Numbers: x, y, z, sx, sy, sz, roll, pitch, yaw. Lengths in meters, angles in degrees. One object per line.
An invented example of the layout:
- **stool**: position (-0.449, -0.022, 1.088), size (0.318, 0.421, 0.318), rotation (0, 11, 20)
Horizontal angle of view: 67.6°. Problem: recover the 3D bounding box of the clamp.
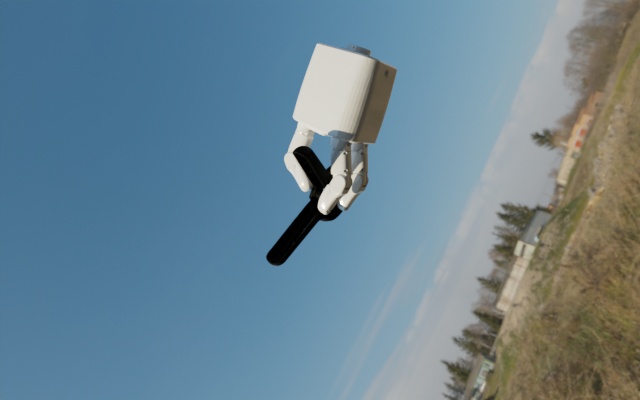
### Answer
- **clamp**: position (0.000, 0.002, 0.672), size (0.036, 0.164, 0.210), rotation (27, 17, 23)
